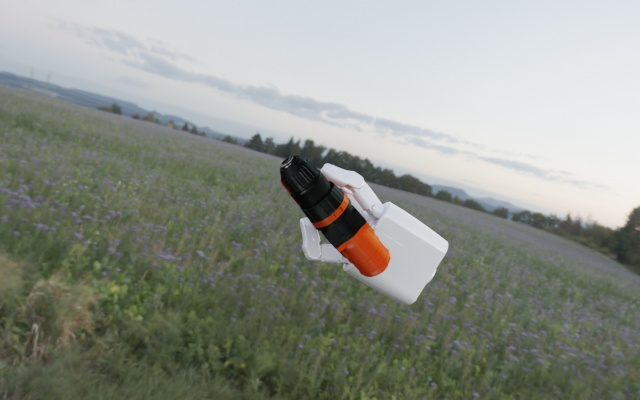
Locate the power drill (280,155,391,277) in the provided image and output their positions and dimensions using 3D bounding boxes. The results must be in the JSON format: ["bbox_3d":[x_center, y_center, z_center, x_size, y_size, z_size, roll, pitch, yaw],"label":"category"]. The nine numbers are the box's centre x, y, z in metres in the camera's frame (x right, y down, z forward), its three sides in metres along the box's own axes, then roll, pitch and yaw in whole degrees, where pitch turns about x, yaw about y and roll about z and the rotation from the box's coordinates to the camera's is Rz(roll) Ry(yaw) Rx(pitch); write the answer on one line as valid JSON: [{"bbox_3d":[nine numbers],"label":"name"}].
[{"bbox_3d":[0.000,0.002,0.623,0.057,0.184,0.187,-39,22,0],"label":"power drill"}]
